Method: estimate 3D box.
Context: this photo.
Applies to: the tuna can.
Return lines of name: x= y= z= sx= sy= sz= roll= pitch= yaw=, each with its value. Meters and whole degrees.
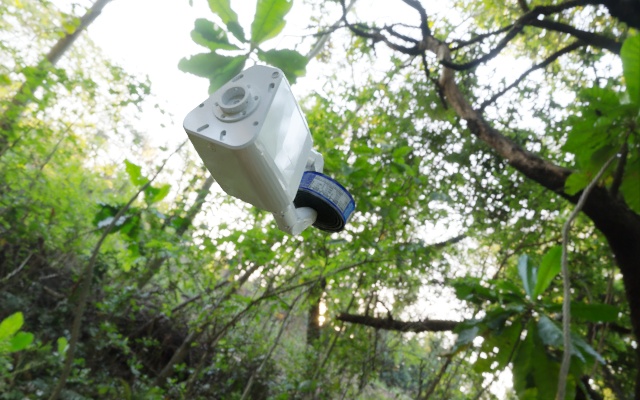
tuna can: x=0.000 y=0.002 z=0.603 sx=0.086 sy=0.033 sz=0.086 roll=26 pitch=-26 yaw=14
